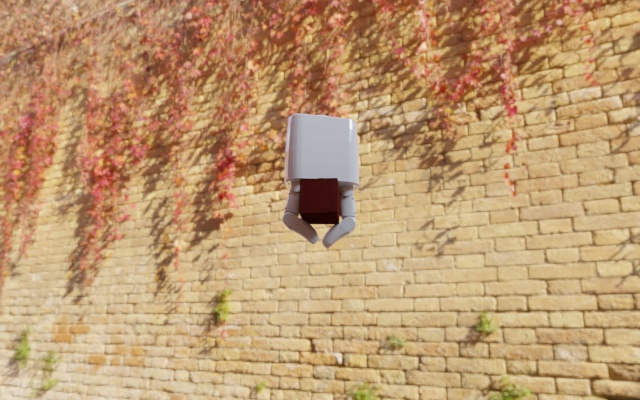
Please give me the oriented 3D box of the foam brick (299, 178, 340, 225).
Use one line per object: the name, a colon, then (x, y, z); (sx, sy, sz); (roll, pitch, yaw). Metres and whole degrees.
foam brick: (0.000, 0.002, 0.678); (0.053, 0.051, 0.078); (0, -13, 4)
